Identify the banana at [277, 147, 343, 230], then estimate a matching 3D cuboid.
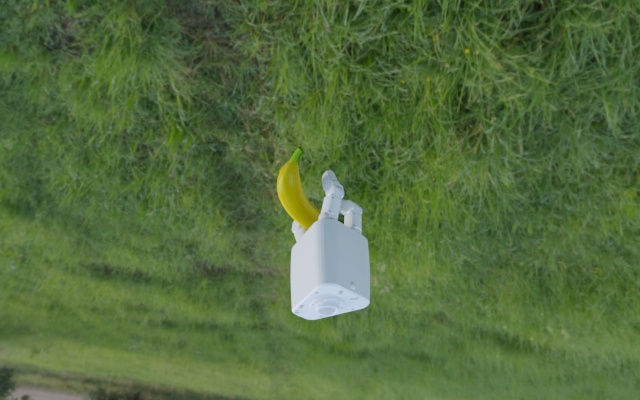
[{"bbox_3d":[-0.018,0.008,0.746,0.069,0.037,0.198,-23,-48,8],"label":"banana"}]
